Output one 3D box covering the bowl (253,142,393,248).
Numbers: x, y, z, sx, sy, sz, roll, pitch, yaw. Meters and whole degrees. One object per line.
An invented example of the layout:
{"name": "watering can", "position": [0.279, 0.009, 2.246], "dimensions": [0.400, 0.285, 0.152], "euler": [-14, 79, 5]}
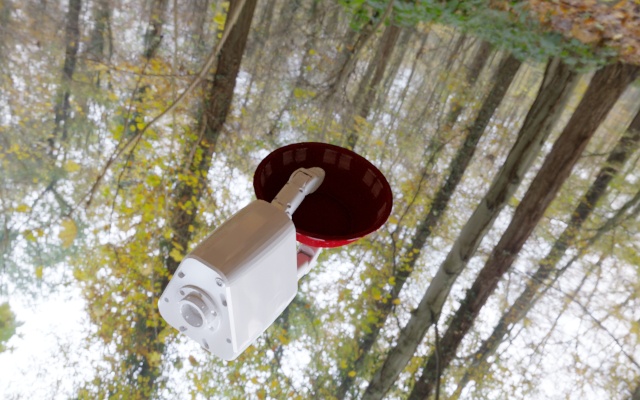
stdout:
{"name": "bowl", "position": [0.001, 0.002, 0.561], "dimensions": [0.162, 0.162, 0.055], "euler": [0, -44, -14]}
